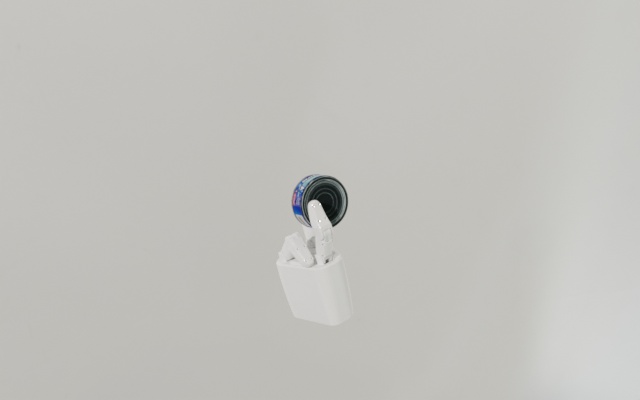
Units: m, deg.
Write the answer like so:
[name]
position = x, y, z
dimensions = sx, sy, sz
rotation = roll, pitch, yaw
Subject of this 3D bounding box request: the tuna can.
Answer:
[tuna can]
position = 0.000, 0.002, 0.742
dimensions = 0.086, 0.086, 0.034
rotation = 0, 5, -29
